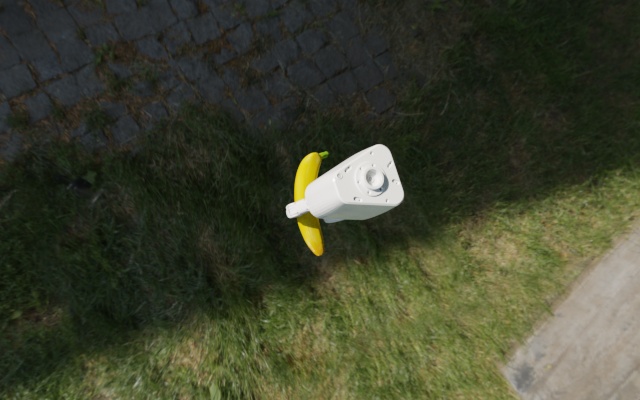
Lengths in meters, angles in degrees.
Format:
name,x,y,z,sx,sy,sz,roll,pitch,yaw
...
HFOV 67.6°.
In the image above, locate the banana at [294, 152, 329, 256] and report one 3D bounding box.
name,x,y,z,sx,sy,sz,roll,pitch,yaw
banana,-0.015,-0.004,0.840,0.069,0.197,0.037,14,-19,-29
